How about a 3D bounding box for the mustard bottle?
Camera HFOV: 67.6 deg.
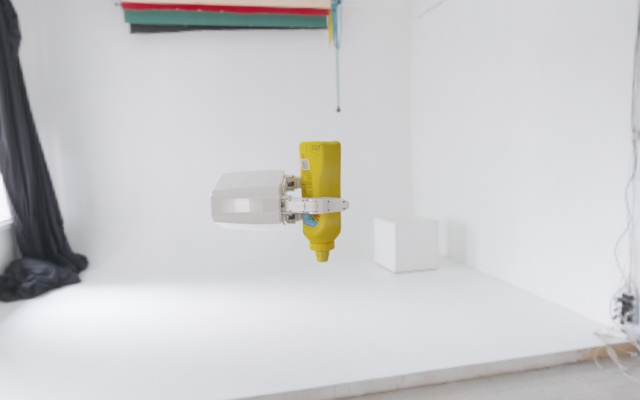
[{"bbox_3d":[0.000,0.002,0.755,0.058,0.191,0.096,-4,7,-24],"label":"mustard bottle"}]
